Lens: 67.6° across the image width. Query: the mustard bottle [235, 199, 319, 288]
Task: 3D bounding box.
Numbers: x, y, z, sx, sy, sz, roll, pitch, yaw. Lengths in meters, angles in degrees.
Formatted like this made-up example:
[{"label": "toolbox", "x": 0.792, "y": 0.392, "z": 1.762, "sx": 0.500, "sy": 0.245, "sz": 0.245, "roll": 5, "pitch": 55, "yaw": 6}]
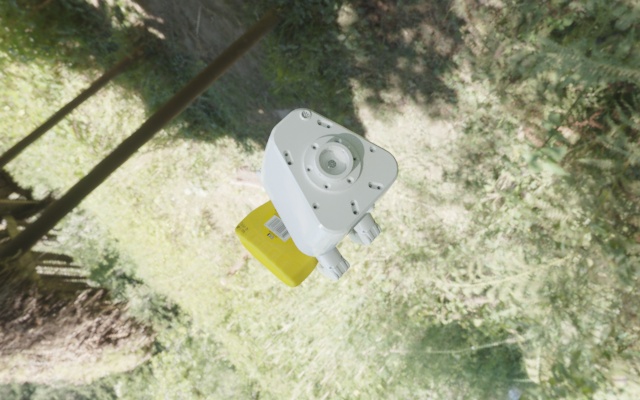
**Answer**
[{"label": "mustard bottle", "x": 0.000, "y": 0.002, "z": 0.553, "sx": 0.096, "sy": 0.191, "sz": 0.058, "roll": 36, "pitch": -19, "yaw": 26}]
